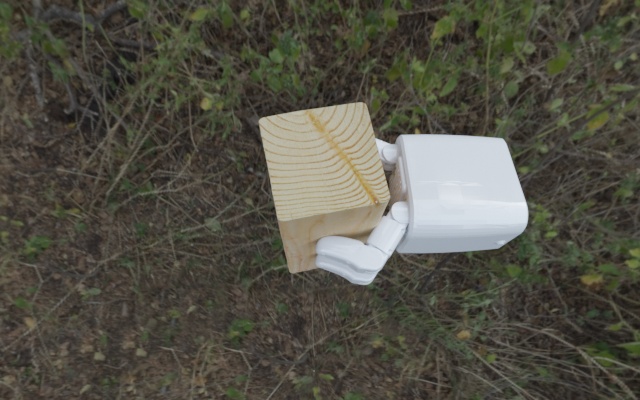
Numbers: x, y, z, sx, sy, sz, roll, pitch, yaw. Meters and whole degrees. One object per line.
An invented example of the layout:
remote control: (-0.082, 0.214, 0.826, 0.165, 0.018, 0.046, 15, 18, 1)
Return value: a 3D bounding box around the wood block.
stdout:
wood block: (0.000, 0.001, 0.466, 0.090, 0.090, 0.206, -10, -19, -5)
